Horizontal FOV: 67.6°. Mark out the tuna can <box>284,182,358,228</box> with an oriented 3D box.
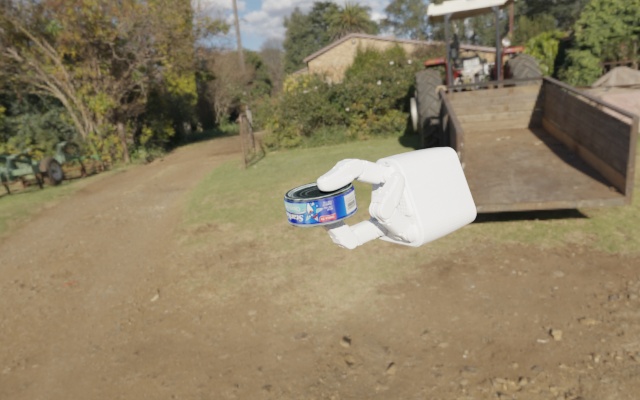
[{"bbox_3d":[0.000,0.001,0.570,0.086,0.034,0.086,-9,15,3],"label":"tuna can"}]
